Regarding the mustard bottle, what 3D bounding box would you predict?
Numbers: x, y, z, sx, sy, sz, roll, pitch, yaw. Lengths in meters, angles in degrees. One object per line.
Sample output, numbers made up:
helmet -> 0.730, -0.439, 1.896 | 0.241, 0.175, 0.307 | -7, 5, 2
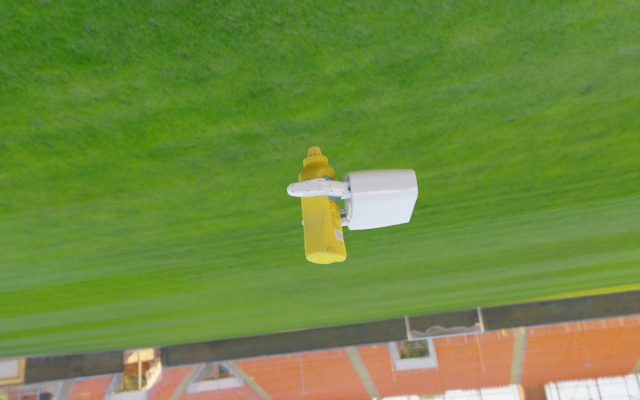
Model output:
mustard bottle -> 0.000, 0.003, 0.777 | 0.058, 0.191, 0.096 | -12, -17, 20
